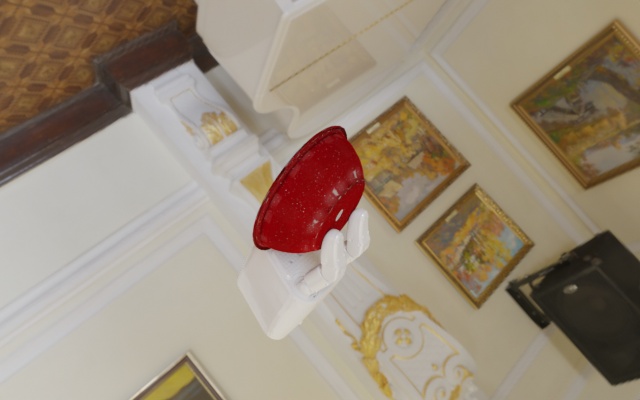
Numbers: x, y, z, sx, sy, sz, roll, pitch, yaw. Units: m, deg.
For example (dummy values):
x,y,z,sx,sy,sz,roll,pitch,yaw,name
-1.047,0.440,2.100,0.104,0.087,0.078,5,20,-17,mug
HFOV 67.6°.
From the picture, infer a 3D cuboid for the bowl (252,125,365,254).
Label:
x,y,z,sx,sy,sz,roll,pitch,yaw,name
0.001,0.001,0.516,0.055,0.162,0.162,35,11,17,bowl
